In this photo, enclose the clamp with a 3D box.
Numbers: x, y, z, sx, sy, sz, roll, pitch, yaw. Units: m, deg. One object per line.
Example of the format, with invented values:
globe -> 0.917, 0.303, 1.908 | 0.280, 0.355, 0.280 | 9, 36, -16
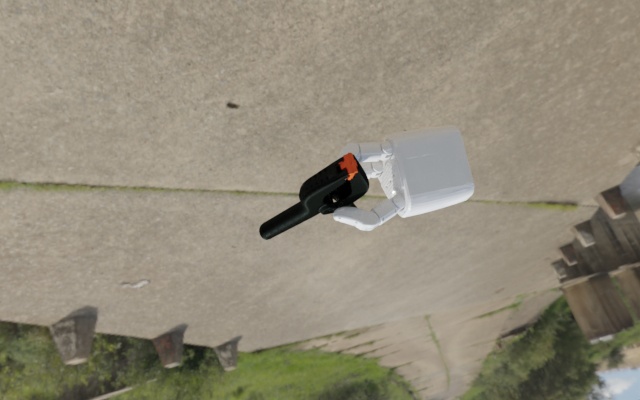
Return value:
clamp -> 0.001, 0.003, 0.650 | 0.164, 0.036, 0.210 | -12, -21, -14
